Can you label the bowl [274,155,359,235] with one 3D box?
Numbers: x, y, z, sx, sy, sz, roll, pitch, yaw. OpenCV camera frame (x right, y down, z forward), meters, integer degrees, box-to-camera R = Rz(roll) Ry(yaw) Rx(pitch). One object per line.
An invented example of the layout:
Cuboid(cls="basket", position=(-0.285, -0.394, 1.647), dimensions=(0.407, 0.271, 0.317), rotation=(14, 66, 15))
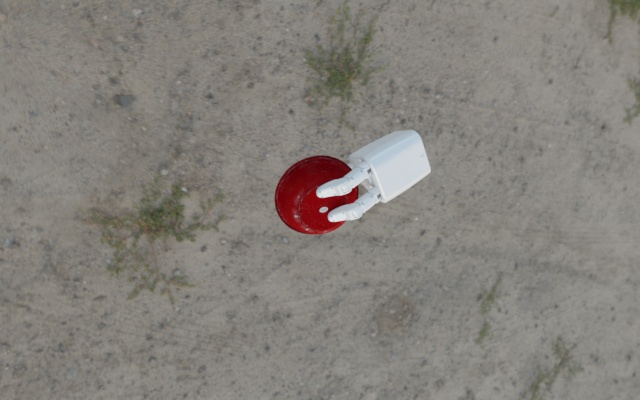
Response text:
Cuboid(cls="bowl", position=(-0.001, 0.004, 0.865), dimensions=(0.162, 0.162, 0.055), rotation=(0, 26, -15))
